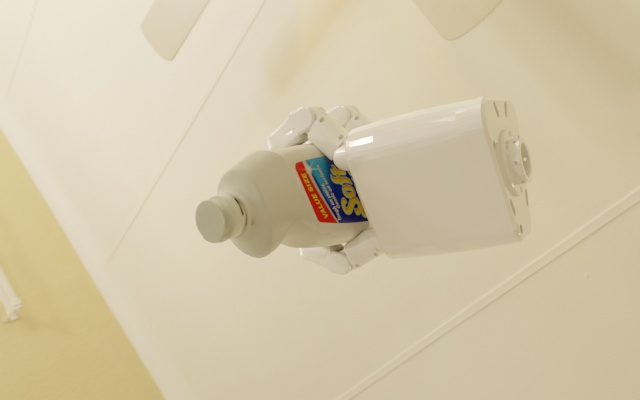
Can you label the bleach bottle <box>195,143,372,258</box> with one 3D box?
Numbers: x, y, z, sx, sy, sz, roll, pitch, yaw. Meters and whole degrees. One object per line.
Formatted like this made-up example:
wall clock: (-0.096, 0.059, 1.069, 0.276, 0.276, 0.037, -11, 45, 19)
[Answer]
bleach bottle: (0.000, 0.001, 0.413, 0.068, 0.102, 0.251, -11, 3, 36)
